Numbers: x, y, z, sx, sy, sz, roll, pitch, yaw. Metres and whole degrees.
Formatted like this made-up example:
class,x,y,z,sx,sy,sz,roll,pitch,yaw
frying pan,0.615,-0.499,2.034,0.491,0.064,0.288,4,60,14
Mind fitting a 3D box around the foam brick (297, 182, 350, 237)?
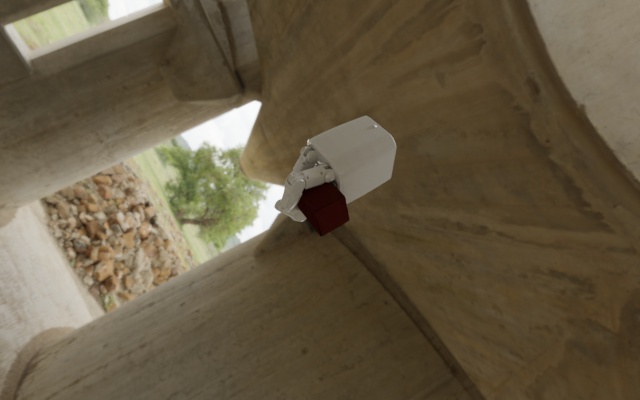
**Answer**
class,x,y,z,sx,sy,sz,roll,pitch,yaw
foam brick,0.000,0.003,0.701,0.051,0.053,0.078,-26,45,-14
